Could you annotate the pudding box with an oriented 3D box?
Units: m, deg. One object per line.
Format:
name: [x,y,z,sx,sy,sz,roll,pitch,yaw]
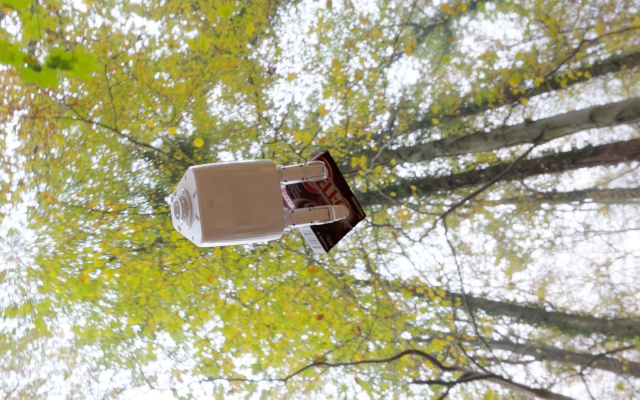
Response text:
pudding box: [0.000,0.002,0.650,0.090,0.113,0.039,-39,17,-31]
